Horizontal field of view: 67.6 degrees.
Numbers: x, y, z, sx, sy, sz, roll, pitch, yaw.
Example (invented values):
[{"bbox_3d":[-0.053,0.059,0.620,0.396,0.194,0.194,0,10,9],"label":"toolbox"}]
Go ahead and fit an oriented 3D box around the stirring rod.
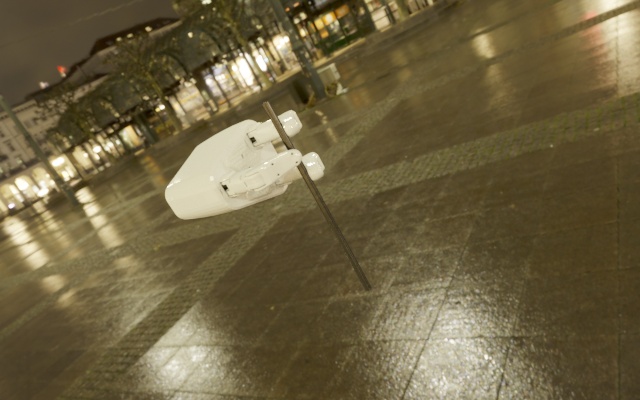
[{"bbox_3d":[0.000,0.002,0.518,0.011,0.239,0.011,-26,17,9],"label":"stirring rod"}]
